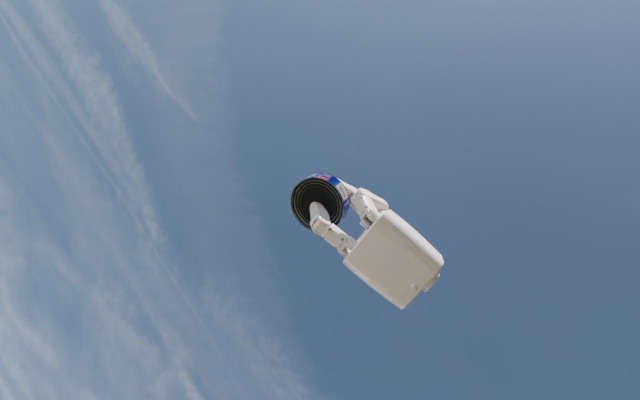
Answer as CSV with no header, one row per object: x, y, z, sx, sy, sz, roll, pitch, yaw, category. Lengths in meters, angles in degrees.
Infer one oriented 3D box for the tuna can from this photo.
0.000,0.002,0.726,0.086,0.086,0.033,0,17,23,tuna can
